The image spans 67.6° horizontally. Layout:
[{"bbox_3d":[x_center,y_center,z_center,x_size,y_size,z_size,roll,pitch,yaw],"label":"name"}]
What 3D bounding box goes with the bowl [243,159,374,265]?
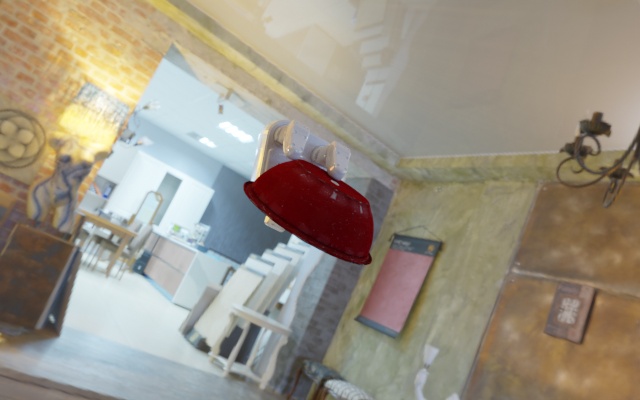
[{"bbox_3d":[0.001,0.002,0.514,0.162,0.055,0.162,31,10,-6],"label":"bowl"}]
